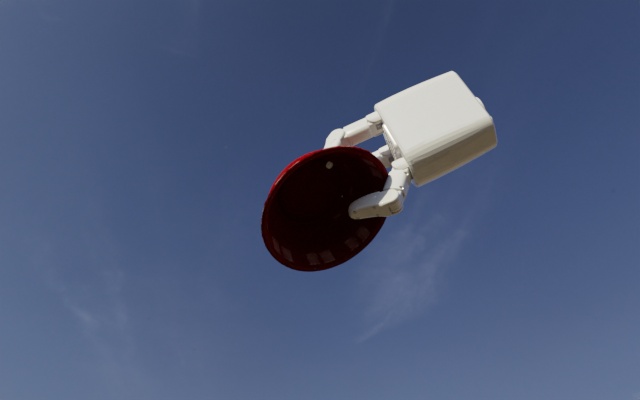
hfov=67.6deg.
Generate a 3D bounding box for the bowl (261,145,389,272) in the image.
[{"bbox_3d":[-0.001,0.002,0.553,0.162,0.162,0.055,0,28,-29],"label":"bowl"}]
